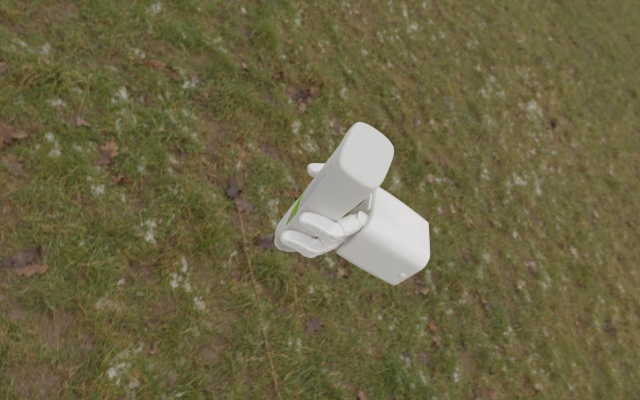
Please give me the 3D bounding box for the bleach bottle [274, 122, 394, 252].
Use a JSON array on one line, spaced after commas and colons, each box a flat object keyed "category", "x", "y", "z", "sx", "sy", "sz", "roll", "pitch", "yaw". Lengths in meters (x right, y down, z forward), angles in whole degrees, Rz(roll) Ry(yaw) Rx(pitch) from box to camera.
[{"category": "bleach bottle", "x": 0.000, "y": 0.002, "z": 0.680, "sx": 0.068, "sy": 0.102, "sz": 0.251, "roll": 34, "pitch": -41, "yaw": -9}]
